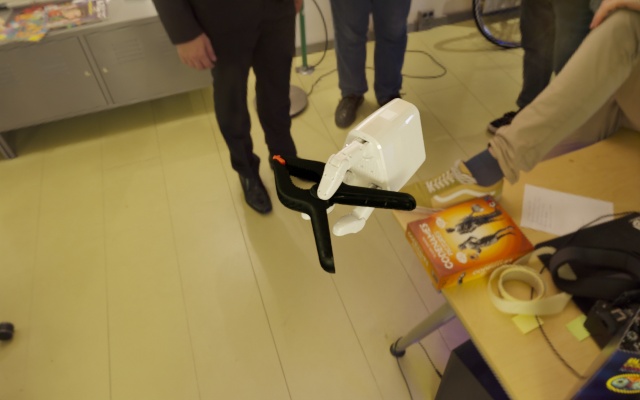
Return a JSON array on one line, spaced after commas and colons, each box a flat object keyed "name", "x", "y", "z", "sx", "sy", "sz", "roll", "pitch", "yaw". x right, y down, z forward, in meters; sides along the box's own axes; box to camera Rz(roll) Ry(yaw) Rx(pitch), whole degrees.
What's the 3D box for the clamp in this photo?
[{"name": "clamp", "x": 0.000, "y": 0.001, "z": 0.648, "sx": 0.210, "sy": 0.036, "sz": 0.164, "roll": 30, "pitch": 53, "yaw": 28}]
